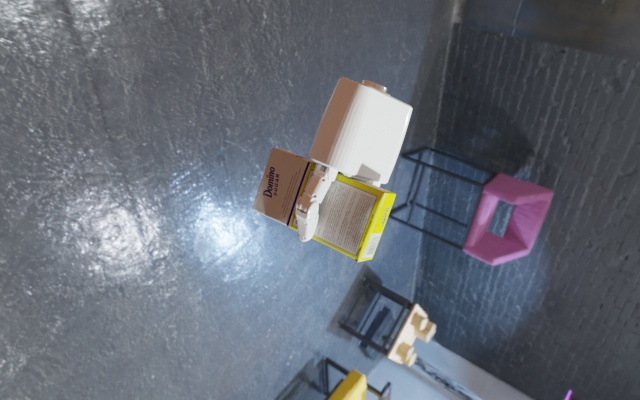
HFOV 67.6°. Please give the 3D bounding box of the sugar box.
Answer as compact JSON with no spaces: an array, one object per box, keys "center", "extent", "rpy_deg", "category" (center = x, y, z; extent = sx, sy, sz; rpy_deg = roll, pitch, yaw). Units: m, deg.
[{"center":[0.001,0.002,0.626],"extent":[0.176,0.093,0.048],"rpy_deg":[25,11,30],"category":"sugar box"}]
